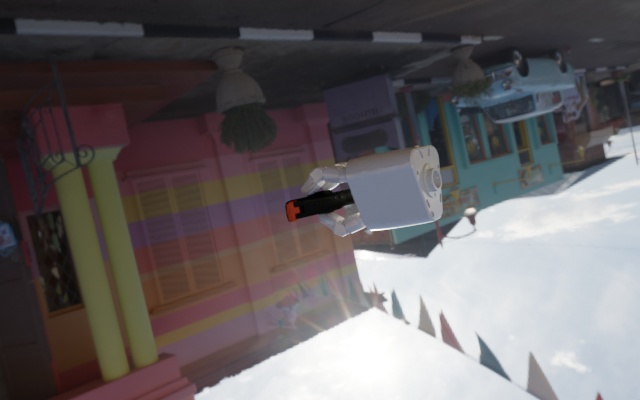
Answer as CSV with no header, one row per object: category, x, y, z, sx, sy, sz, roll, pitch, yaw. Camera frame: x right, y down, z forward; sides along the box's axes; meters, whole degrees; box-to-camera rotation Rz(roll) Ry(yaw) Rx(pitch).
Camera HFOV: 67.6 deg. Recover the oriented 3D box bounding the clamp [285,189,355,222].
clamp,0.000,0.003,0.774,0.164,0.036,0.210,-8,5,37
